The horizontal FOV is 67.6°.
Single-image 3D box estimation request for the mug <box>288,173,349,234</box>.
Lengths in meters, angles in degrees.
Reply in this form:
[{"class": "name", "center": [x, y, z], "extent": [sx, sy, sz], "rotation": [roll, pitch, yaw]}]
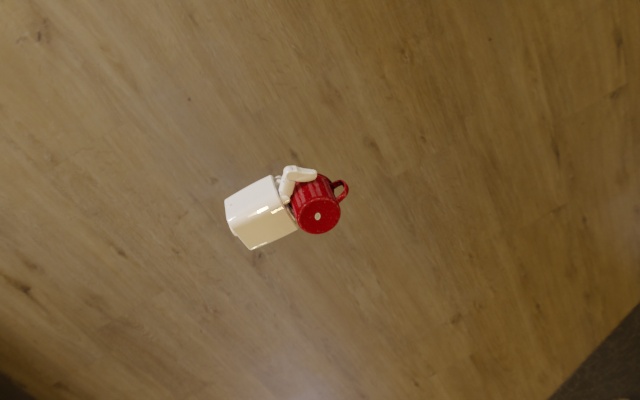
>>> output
[{"class": "mug", "center": [0.001, 0.002, 0.877], "extent": [0.117, 0.093, 0.081], "rotation": [-29, 34, 4]}]
